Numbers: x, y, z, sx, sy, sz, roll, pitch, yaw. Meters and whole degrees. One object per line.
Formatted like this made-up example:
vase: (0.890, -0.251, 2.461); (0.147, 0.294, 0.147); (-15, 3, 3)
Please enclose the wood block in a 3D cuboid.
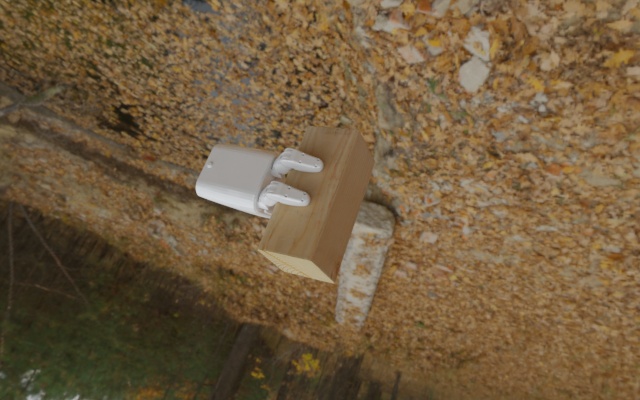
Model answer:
wood block: (0.000, 0.002, 0.699); (0.090, 0.206, 0.091); (9, -24, 28)
